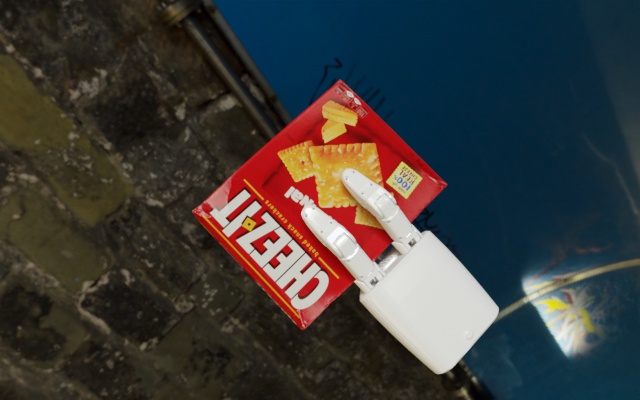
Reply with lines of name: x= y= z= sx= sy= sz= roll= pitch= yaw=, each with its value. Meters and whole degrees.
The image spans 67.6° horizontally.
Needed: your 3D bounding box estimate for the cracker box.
cracker box: x=0.000 y=0.002 z=0.510 sx=0.213 sy=0.164 sz=0.072 roll=-43 pitch=-2 yaw=-12
